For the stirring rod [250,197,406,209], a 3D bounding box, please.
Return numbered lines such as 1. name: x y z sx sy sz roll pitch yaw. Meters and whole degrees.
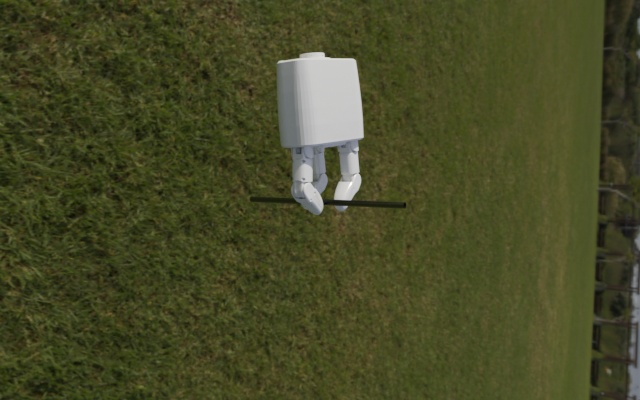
1. stirring rod: 0.000 0.002 0.639 0.239 0.011 0.011 2 1 32
